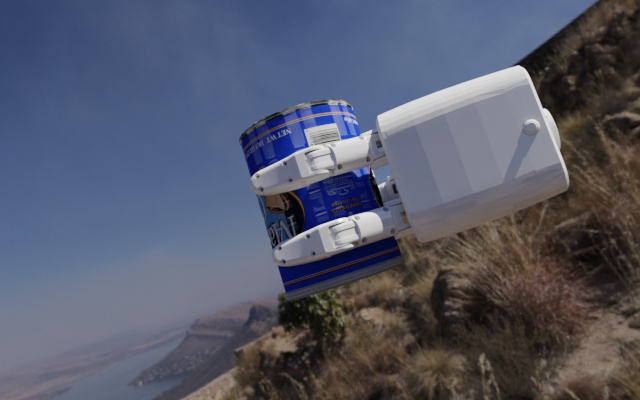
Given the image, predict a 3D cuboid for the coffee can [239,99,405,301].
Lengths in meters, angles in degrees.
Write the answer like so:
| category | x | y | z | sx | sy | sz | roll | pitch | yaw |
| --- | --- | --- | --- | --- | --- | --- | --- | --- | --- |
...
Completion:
| category | x | y | z | sx | sy | sz | roll | pitch | yaw |
| --- | --- | --- | --- | --- | --- | --- | --- | --- | --- |
| coffee can | 0.000 | 0.002 | 0.404 | 0.103 | 0.140 | 0.103 | -18 | -8 | -2 |
